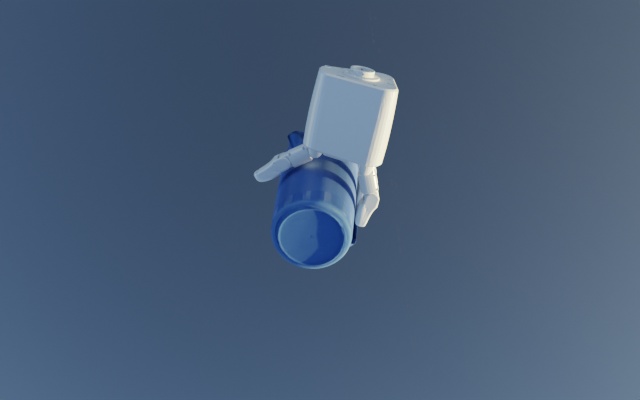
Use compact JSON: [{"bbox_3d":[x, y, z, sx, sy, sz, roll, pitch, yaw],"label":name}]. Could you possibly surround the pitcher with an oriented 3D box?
[{"bbox_3d":[0.000,0.002,0.729,0.149,0.145,0.242,13,27,-3],"label":"pitcher"}]
